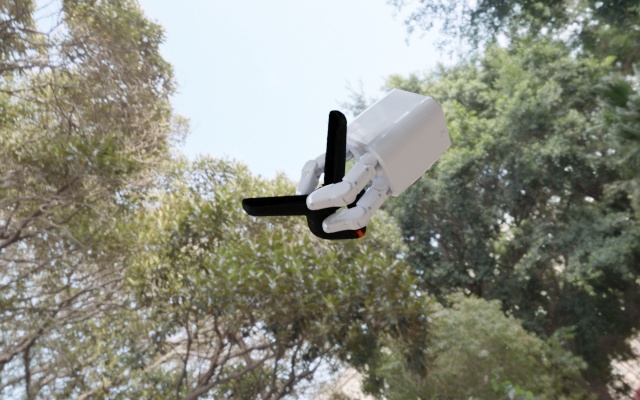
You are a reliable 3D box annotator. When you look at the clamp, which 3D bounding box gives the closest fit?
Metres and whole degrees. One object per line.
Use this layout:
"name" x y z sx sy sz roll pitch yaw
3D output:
"clamp" 0.000 0.002 0.630 0.036 0.164 0.210 44 -9 41
